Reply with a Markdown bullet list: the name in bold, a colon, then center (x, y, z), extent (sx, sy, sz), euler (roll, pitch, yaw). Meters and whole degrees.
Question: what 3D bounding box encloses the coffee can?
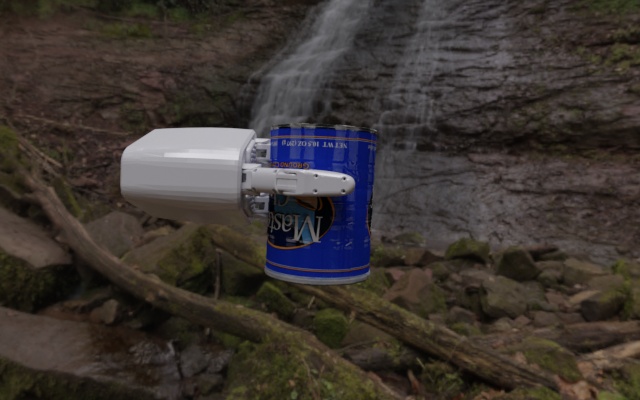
- **coffee can**: center (0.000, 0.002, 0.461), extent (0.103, 0.140, 0.103), euler (3, 4, 0)
